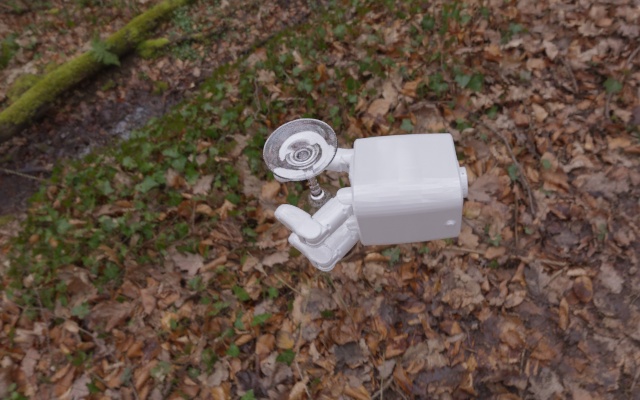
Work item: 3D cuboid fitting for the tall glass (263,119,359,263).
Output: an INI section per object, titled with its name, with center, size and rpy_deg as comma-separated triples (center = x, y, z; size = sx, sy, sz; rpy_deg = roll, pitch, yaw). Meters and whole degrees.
[tall glass]
center = 0.000, 0.001, 0.541
size = 0.079, 0.079, 0.201
rpy_deg = 0, -32, 13
